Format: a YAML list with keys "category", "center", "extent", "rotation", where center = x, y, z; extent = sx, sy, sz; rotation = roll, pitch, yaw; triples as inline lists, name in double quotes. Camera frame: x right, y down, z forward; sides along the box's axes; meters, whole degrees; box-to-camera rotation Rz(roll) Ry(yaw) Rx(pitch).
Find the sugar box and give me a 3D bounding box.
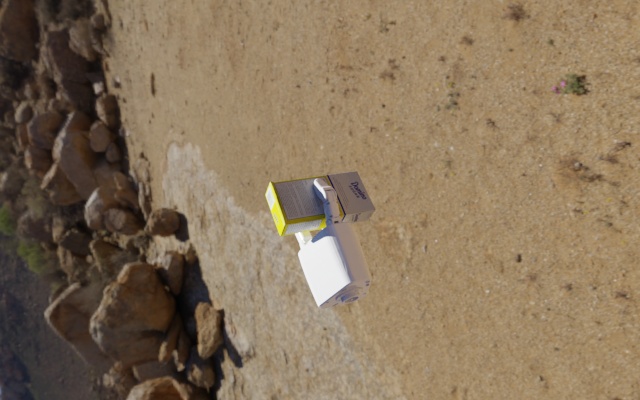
- category: "sugar box"
  center: [0.000, 0.003, 0.854]
  extent: [0.176, 0.093, 0.048]
  rotation: [-7, -33, -26]
